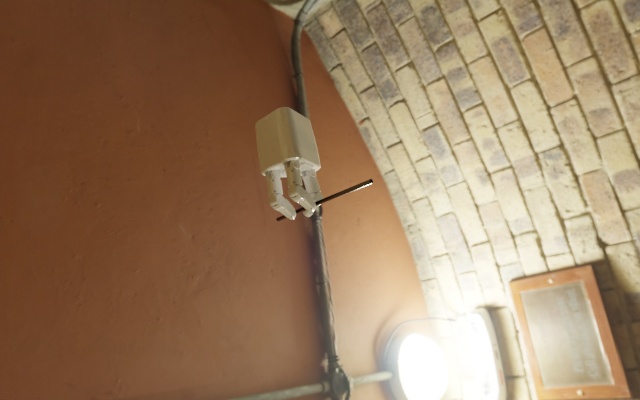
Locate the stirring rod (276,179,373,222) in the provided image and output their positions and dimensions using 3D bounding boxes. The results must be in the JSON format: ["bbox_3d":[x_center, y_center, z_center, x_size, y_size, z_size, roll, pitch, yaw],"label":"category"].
[{"bbox_3d":[0.000,0.003,0.872,0.239,0.011,0.011,-23,-15,40],"label":"stirring rod"}]
